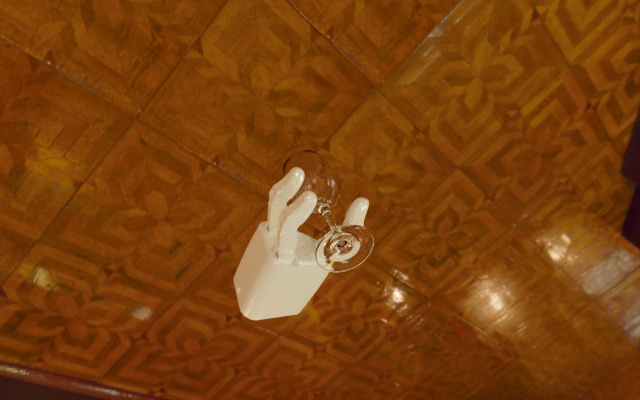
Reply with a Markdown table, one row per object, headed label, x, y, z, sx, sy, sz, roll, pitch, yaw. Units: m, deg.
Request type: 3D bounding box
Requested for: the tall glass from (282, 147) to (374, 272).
| label | x | y | z | sx | sy | sz | roll | pitch | yaw |
| --- | --- | --- | --- | --- | --- | --- | --- | --- | --- |
| tall glass | 0.000 | 0.002 | 0.646 | 0.079 | 0.079 | 0.201 | 0 | 35 | -21 |
